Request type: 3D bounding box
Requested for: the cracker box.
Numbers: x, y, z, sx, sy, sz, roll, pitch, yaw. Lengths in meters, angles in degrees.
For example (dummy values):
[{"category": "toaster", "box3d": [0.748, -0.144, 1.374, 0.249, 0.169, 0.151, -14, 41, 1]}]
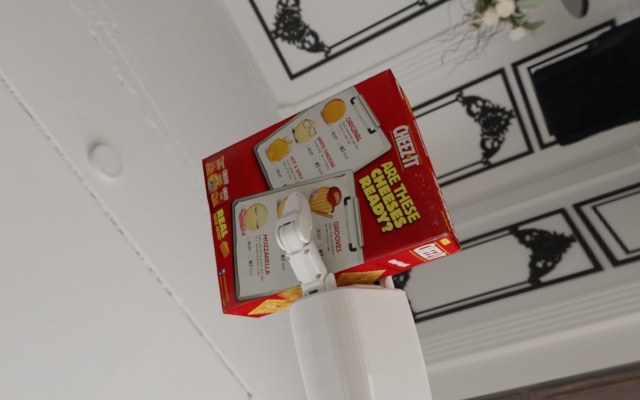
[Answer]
[{"category": "cracker box", "box3d": [0.000, 0.001, 0.450, 0.214, 0.164, 0.072, -22, -25, 19]}]
